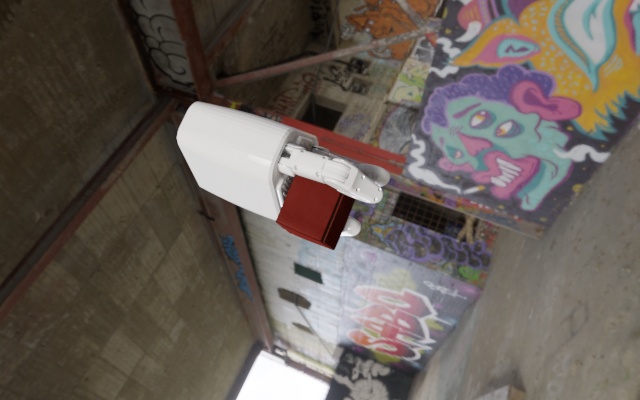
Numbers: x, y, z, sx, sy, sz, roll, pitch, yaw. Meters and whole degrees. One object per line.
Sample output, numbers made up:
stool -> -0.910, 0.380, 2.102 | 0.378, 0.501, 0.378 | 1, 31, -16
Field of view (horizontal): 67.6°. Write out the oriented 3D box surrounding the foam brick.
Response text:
foam brick -> 0.000, 0.002, 0.462 | 0.051, 0.078, 0.053 | 19, -11, 17
